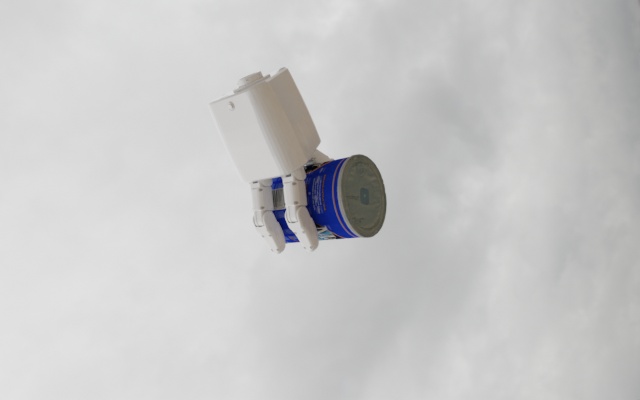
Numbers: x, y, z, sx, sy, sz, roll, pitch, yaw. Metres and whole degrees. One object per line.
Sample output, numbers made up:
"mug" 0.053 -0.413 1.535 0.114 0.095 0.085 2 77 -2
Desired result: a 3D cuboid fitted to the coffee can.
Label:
"coffee can" 0.000 0.002 0.621 0.140 0.103 0.103 -8 -5 37
